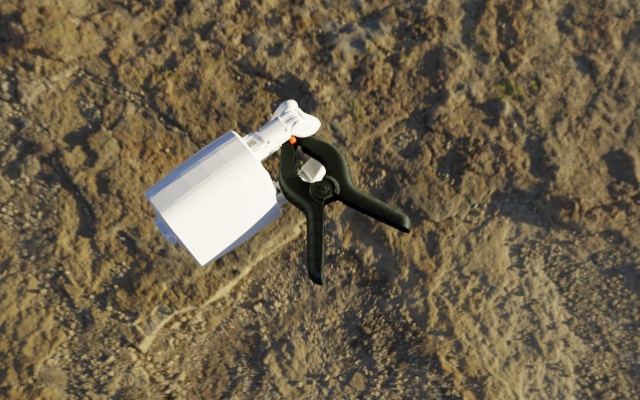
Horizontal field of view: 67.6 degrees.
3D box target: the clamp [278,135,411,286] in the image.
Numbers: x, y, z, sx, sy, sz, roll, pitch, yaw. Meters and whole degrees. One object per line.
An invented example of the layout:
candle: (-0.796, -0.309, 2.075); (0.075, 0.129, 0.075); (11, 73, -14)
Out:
clamp: (0.000, 0.001, 0.511); (0.120, 0.171, 0.039); (-37, -16, -15)
